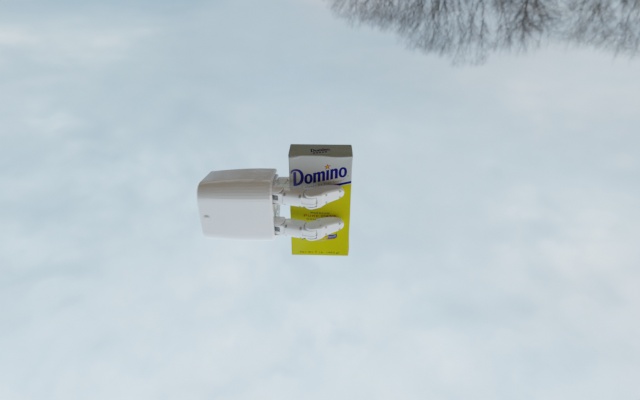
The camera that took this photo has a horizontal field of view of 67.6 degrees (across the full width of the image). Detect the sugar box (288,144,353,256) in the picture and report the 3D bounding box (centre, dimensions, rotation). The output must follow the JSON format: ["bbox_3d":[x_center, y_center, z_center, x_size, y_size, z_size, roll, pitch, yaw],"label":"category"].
[{"bbox_3d":[0.000,0.003,0.722,0.093,0.176,0.048,0,34,1],"label":"sugar box"}]
